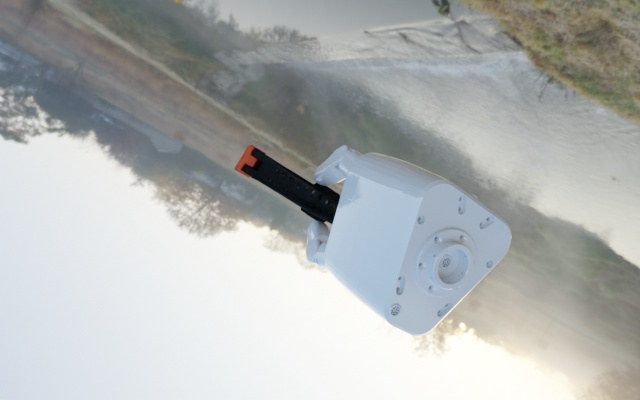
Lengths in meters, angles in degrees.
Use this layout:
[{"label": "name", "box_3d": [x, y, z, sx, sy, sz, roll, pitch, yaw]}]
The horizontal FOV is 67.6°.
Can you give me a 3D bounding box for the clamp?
[{"label": "clamp", "box_3d": [-0.001, 0.002, 0.514, 0.210, 0.036, 0.164, 30, 2, -25]}]
